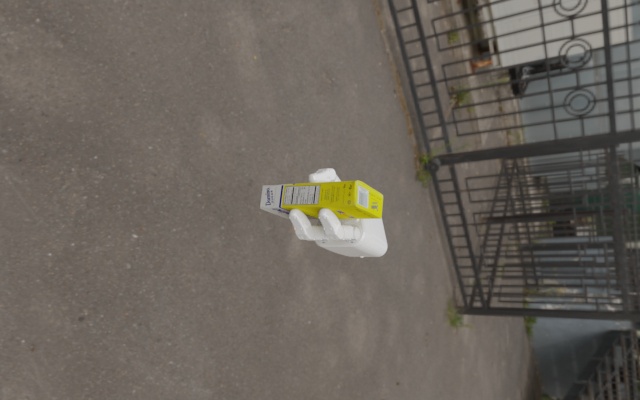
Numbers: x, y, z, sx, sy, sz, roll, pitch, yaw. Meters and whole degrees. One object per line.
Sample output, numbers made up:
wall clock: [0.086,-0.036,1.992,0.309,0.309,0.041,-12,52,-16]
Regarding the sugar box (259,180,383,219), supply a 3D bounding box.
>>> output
sugar box: [0.000,0.003,0.761,0.176,0.048,0.093,-5,-17,31]
